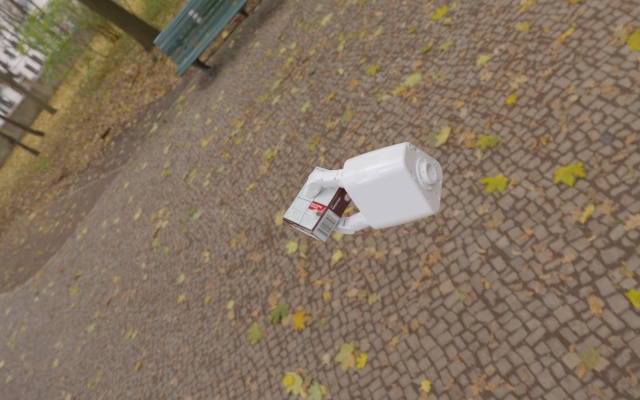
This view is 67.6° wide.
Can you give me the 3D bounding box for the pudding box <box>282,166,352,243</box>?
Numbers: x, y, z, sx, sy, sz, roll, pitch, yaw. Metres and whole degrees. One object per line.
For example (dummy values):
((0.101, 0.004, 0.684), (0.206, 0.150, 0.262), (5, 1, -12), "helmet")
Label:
((0.000, 0.002, 0.781), (0.039, 0.113, 0.090), (42, -13, -36), "pudding box")
